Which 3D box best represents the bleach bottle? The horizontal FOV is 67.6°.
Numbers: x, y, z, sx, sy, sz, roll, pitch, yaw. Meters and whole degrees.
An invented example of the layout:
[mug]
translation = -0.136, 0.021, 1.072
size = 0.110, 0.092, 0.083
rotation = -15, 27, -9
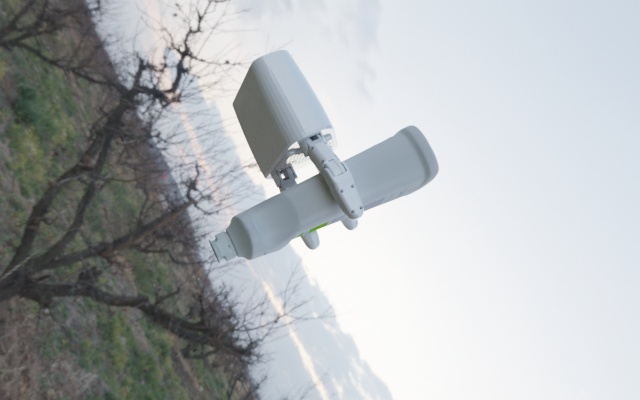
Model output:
[bleach bottle]
translation = 0.000, 0.002, 0.525
size = 0.251, 0.068, 0.102
rotation = -24, -10, -16
